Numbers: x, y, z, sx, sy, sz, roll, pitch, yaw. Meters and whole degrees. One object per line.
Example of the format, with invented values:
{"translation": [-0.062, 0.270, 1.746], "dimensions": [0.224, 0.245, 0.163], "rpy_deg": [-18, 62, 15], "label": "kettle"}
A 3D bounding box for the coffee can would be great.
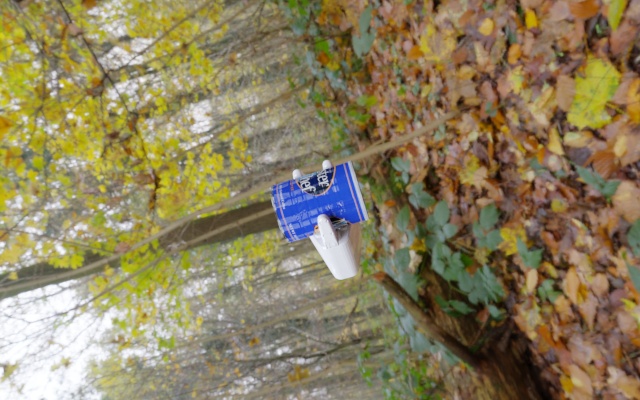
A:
{"translation": [0.000, 0.002, 0.796], "dimensions": [0.140, 0.103, 0.103], "rpy_deg": [-17, -2, 5], "label": "coffee can"}
